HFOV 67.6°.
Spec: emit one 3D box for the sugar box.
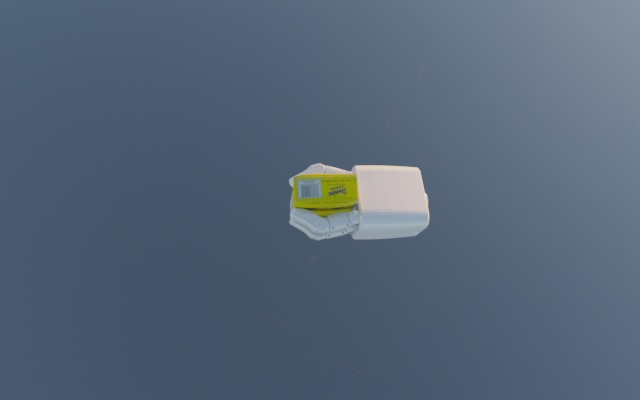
[{"bbox_3d":[0.000,0.003,0.761,0.093,0.048,0.176,-1,-16,-5],"label":"sugar box"}]
